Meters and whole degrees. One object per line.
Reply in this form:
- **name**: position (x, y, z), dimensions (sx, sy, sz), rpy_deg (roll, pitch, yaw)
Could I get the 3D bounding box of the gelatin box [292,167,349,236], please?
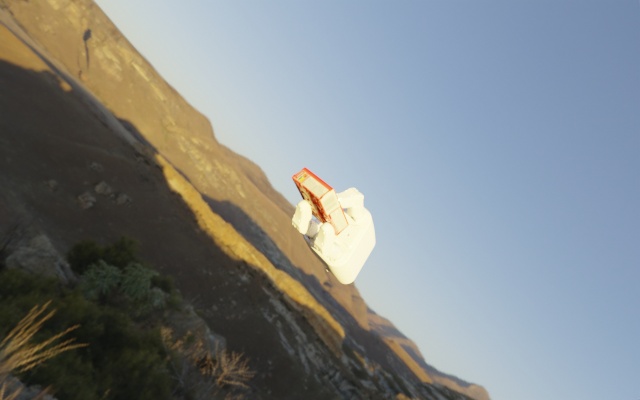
- **gelatin box**: position (0.000, 0.002, 0.714), dimensions (0.030, 0.089, 0.073), rpy_deg (-38, 47, -13)
